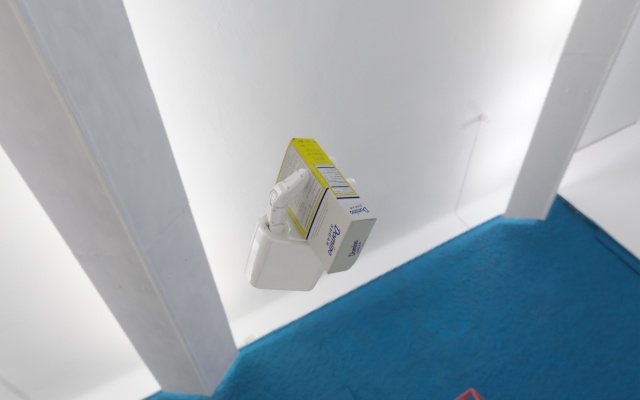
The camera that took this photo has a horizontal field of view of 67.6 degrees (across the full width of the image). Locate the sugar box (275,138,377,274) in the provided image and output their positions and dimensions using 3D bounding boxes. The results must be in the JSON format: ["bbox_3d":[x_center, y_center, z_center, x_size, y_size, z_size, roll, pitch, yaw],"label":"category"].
[{"bbox_3d":[0.000,0.002,0.638,0.048,0.093,0.176,-6,44,-34],"label":"sugar box"}]
